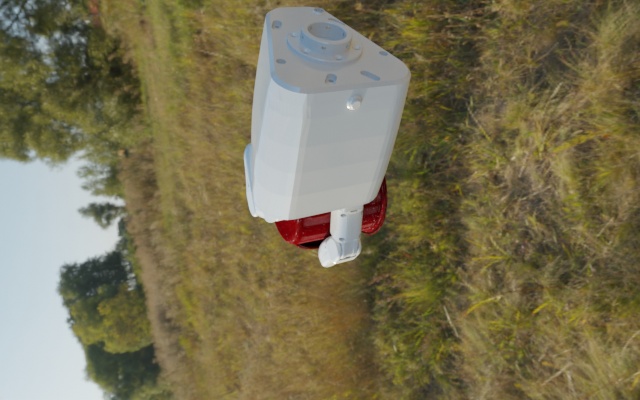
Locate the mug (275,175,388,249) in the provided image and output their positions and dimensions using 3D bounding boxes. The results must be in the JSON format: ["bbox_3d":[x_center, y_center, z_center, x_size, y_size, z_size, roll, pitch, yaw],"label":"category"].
[{"bbox_3d":[0.000,0.002,0.441,0.081,0.117,0.093,-11,47,-22],"label":"mug"}]
